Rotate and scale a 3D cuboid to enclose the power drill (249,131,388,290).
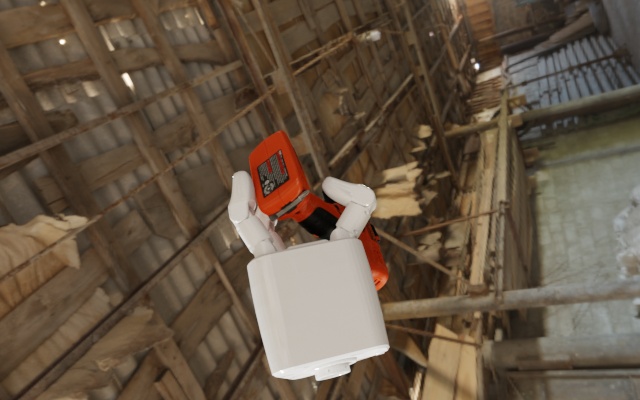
[{"bbox_3d":[0.000,0.002,0.563,0.057,0.184,0.188,-38,-49,15],"label":"power drill"}]
